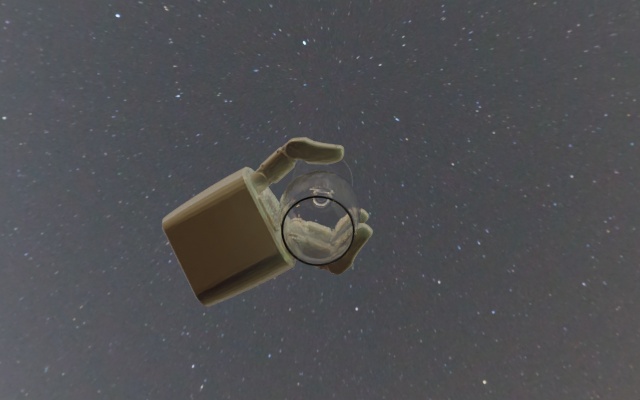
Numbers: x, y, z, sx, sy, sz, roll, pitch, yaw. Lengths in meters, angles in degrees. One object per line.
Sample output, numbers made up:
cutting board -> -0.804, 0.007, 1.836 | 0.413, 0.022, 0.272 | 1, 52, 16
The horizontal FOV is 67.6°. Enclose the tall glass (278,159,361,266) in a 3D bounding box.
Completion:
tall glass -> 0.000, 0.001, 0.492 | 0.079, 0.079, 0.201 | 0, 14, 1
